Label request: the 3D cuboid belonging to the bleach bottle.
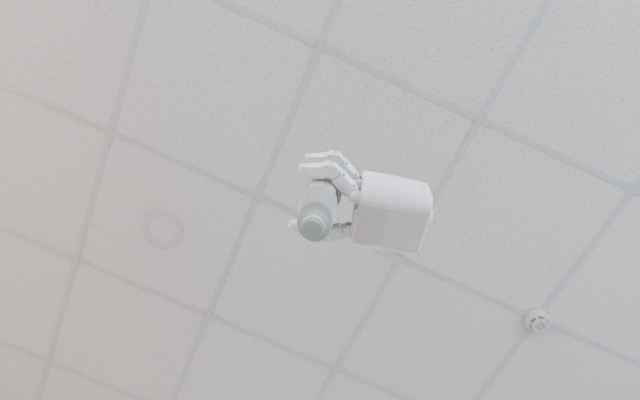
[{"bbox_3d":[0.000,0.002,0.747,0.068,0.103,0.250,11,22,2],"label":"bleach bottle"}]
